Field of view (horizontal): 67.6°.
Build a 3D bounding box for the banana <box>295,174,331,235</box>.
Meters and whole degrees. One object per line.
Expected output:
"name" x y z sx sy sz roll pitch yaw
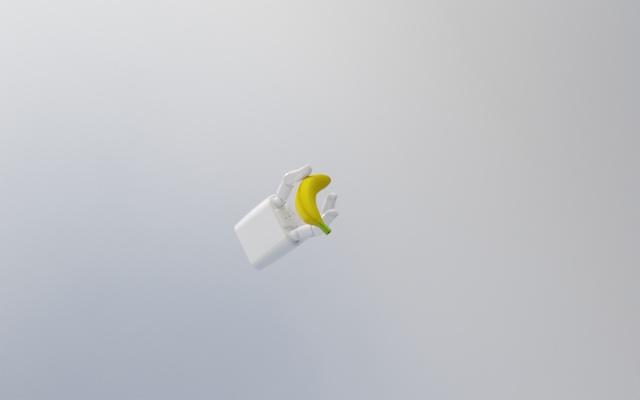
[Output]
"banana" -0.014 -0.006 0.869 0.070 0.037 0.197 38 26 -19
